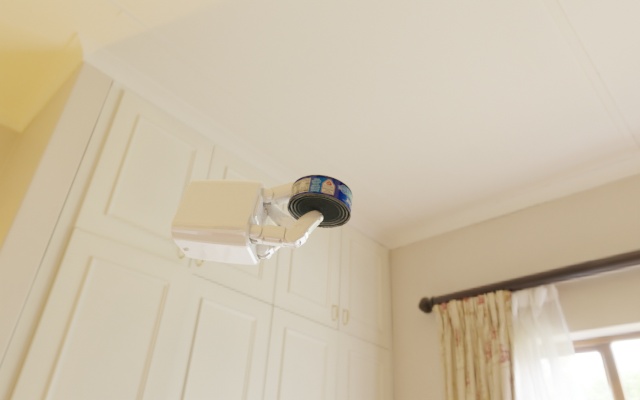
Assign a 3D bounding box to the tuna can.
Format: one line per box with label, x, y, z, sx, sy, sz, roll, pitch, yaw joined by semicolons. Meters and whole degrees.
tuna can;0.000;0.002;0.643;0.086;0.033;0.086;7;-31;5
